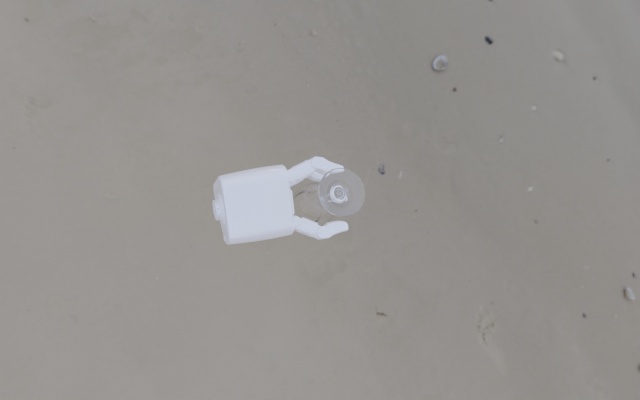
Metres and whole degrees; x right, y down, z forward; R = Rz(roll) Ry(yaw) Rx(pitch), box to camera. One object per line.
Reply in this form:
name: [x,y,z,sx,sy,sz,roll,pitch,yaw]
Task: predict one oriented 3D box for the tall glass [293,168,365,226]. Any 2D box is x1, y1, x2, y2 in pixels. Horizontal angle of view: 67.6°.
tall glass: [0.000,0.003,0.806,0.079,0.079,0.201,0,-9,-19]
